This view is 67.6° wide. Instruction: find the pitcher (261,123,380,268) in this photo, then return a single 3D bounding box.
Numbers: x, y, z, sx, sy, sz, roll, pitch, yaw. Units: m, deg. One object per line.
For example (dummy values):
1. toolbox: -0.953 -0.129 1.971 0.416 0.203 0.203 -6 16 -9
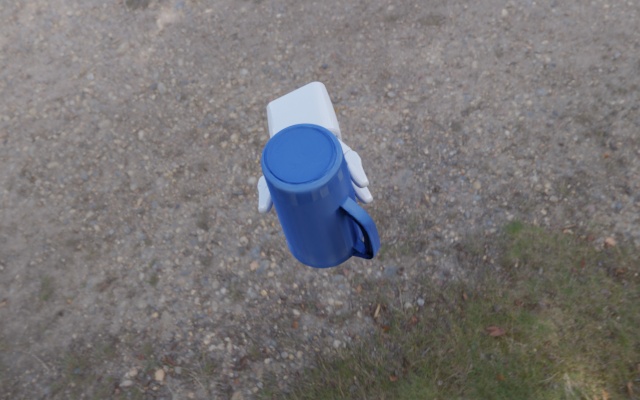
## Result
1. pitcher: 0.000 0.002 0.707 0.149 0.145 0.243 -12 -29 2
